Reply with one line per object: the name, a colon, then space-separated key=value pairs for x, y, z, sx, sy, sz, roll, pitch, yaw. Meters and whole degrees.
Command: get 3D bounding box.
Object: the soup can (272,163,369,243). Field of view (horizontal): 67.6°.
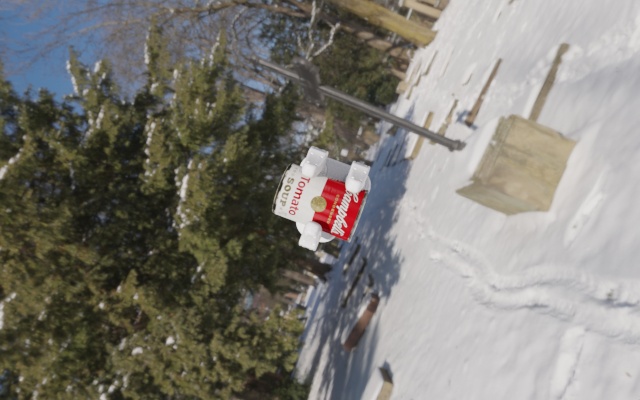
soup can: x=0.000 y=0.002 z=0.585 sx=0.102 sy=0.068 sz=0.068 roll=21 pitch=1 yaw=3
